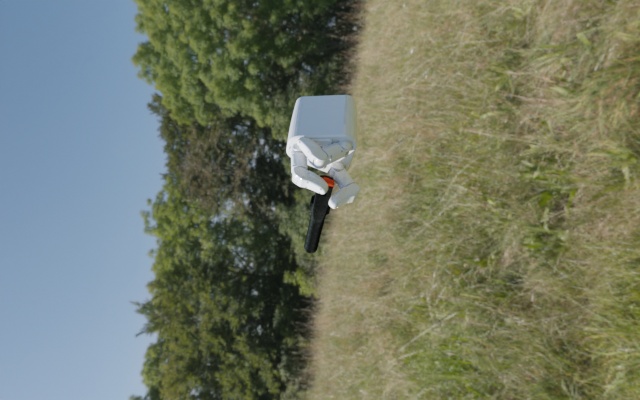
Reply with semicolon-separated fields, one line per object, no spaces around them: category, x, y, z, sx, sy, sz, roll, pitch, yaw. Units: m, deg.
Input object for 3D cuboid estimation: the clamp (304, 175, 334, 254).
clamp;0.000;0.003;0.834;0.039;0.120;0.172;9;-38;-7
